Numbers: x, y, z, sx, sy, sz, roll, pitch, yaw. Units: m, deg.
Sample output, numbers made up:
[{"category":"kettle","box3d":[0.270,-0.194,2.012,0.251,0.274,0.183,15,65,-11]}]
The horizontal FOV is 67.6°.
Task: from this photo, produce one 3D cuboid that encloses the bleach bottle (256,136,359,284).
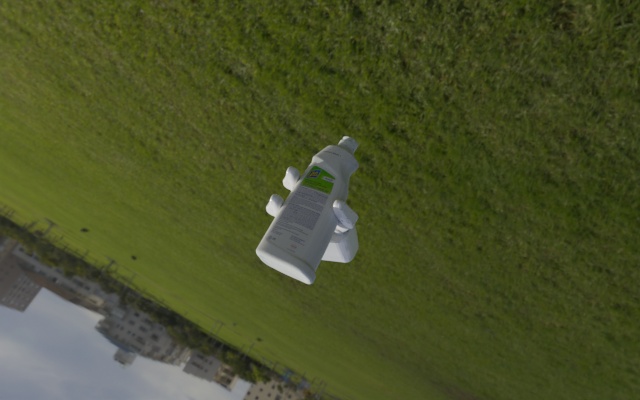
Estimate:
[{"category":"bleach bottle","box3d":[0.000,0.003,0.775,0.102,0.250,0.068,21,-22,23]}]
